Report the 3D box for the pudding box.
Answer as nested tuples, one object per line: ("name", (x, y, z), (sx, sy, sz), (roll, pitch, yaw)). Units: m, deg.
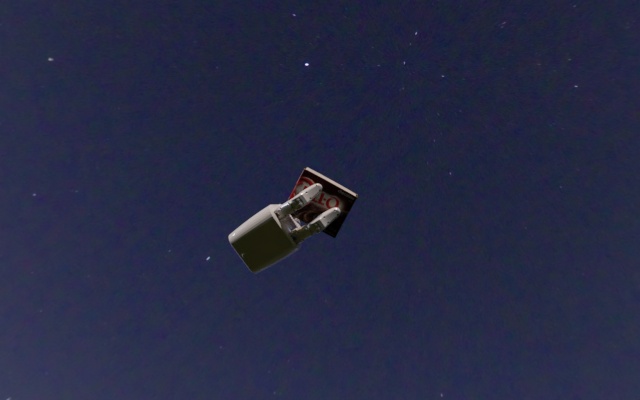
("pudding box", (0.000, 0.003, 0.889), (0.113, 0.090, 0.039), (27, 14, -1))
